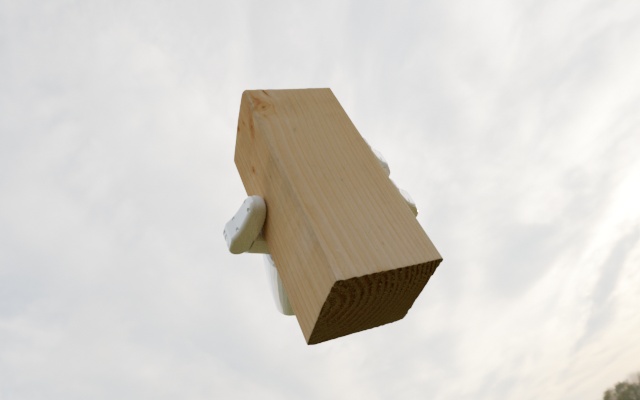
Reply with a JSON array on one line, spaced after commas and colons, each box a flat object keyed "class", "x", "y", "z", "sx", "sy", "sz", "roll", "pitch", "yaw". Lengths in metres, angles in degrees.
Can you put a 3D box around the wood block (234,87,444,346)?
[{"class": "wood block", "x": 0.000, "y": 0.002, "z": 0.407, "sx": 0.091, "sy": 0.206, "sz": 0.090, "roll": -9, "pitch": -40, "yaw": -25}]
